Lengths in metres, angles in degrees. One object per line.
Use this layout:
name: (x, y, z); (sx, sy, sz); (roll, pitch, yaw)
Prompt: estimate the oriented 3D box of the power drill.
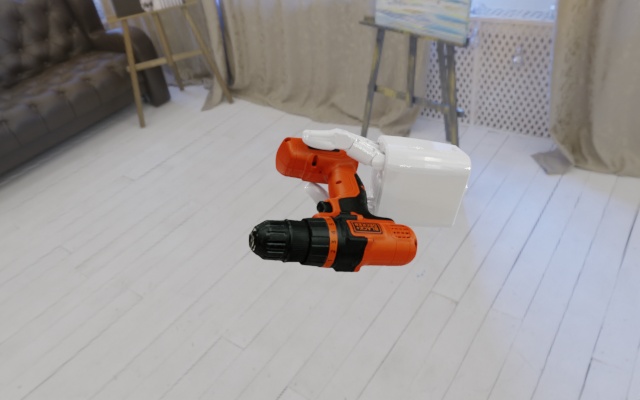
power drill: (0.000, 0.001, 0.547); (0.184, 0.057, 0.187); (6, 39, -22)
